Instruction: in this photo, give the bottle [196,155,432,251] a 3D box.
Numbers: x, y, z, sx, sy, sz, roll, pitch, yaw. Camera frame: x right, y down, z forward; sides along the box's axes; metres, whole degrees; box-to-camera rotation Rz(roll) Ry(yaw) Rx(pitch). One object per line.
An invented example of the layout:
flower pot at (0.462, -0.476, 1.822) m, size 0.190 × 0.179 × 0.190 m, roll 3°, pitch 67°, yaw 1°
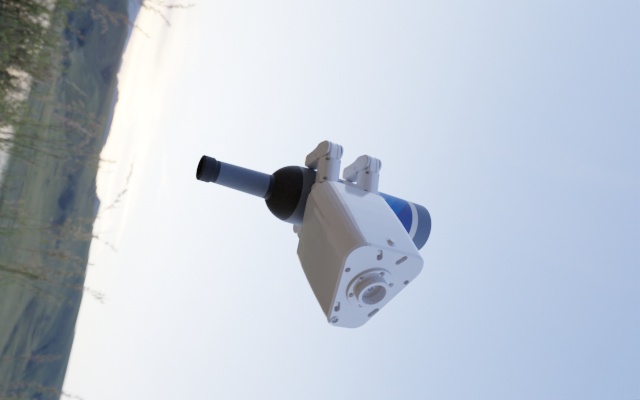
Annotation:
bottle at (0.000, 0.002, 0.561) m, size 0.296 × 0.069 × 0.069 m, roll 16°, pitch -8°, yaw -29°
